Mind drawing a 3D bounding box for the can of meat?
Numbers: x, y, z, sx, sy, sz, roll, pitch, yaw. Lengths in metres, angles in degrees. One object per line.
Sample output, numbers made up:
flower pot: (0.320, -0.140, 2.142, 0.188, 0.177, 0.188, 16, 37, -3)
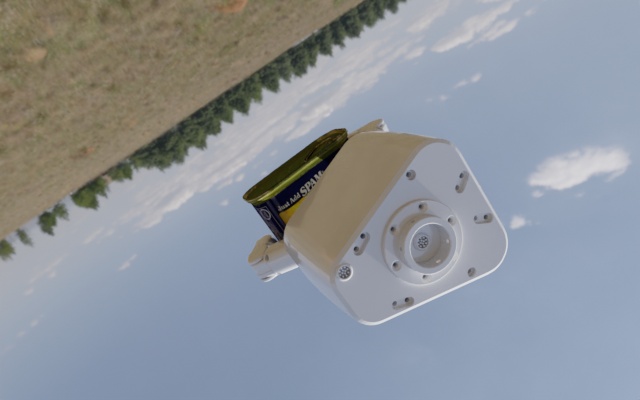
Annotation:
can of meat: (0.000, 0.002, 0.410, 0.102, 0.084, 0.057, -38, 16, -11)
